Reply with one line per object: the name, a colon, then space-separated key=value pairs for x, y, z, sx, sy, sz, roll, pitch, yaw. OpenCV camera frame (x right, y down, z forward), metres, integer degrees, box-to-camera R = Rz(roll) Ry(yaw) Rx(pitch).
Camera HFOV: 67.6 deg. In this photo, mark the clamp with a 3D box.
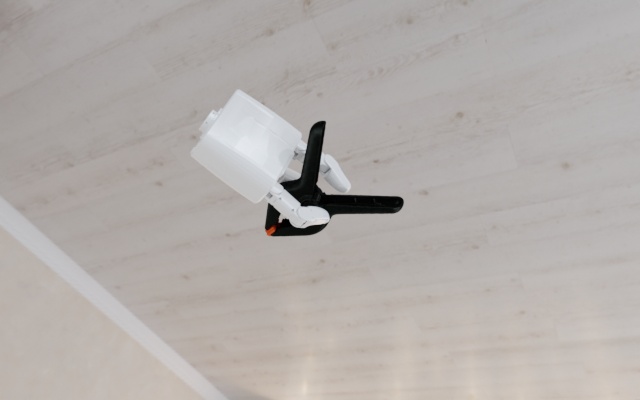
clamp: x=-0.001 y=0.003 z=0.671 sx=0.164 sy=0.036 sz=0.210 roll=38 pitch=-50 yaw=-13
